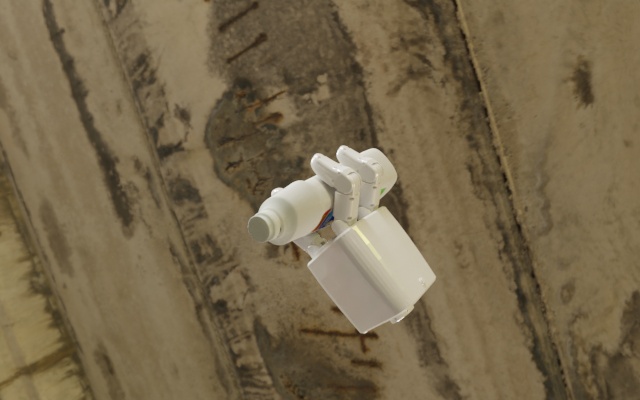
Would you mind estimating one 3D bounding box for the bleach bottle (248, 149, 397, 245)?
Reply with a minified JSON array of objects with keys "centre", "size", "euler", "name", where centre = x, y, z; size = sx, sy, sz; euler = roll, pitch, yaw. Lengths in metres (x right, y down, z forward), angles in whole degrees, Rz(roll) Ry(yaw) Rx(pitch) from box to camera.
[{"centre":[0.000,0.002,0.580],"size":[0.103,0.068,0.250],"euler":[-43,-10,35],"name":"bleach bottle"}]
